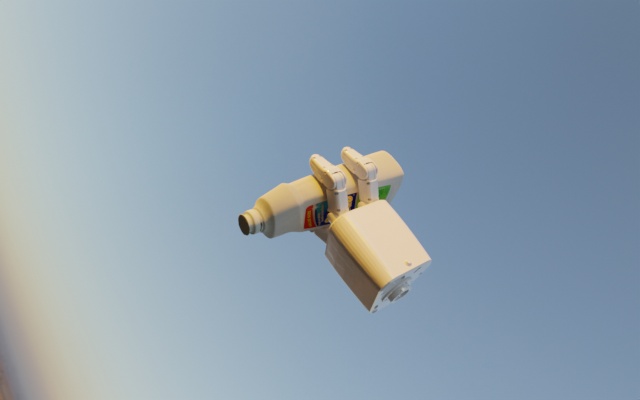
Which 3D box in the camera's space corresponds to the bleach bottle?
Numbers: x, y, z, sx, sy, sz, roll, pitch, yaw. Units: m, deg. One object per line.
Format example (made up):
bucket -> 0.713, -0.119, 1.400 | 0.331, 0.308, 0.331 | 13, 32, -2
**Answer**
bleach bottle -> 0.000, 0.002, 0.665 | 0.251, 0.068, 0.103 | -19, -30, -35
